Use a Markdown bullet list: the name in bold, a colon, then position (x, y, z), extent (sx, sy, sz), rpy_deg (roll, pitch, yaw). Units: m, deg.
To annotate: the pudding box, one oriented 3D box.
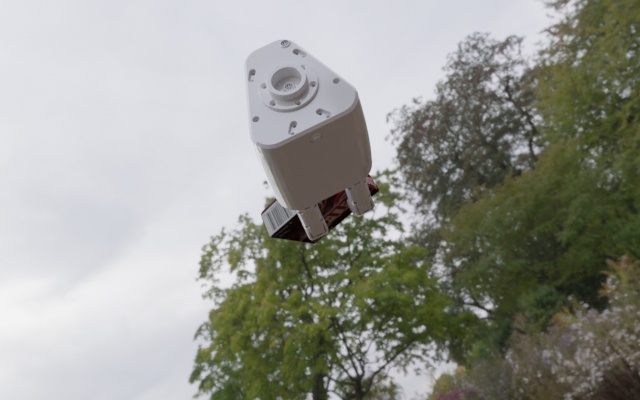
- **pudding box**: position (0.000, 0.002, 0.550), extent (0.113, 0.039, 0.090), rpy_deg (-39, -29, 22)
